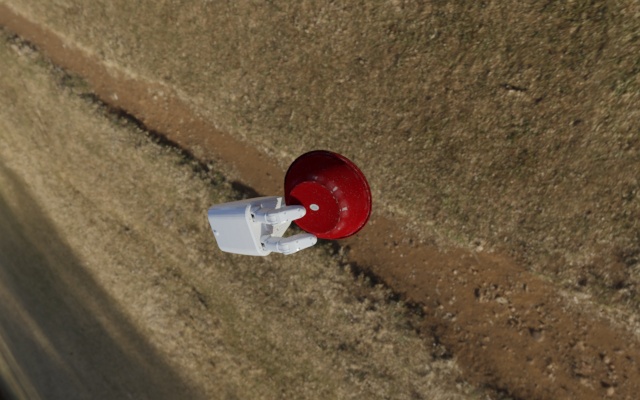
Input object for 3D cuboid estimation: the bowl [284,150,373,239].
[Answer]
[{"bbox_3d":[0.001,0.002,0.775,0.162,0.162,0.055,0,23,26],"label":"bowl"}]
